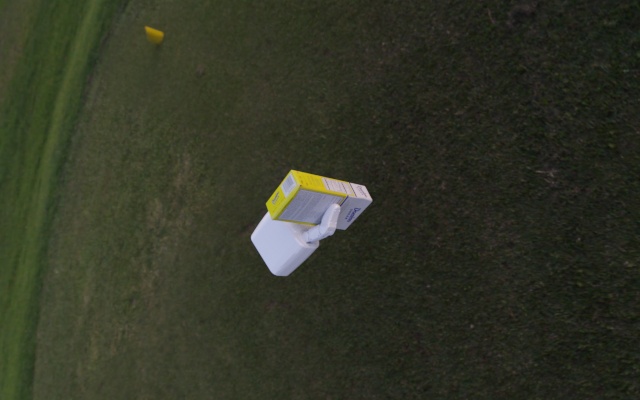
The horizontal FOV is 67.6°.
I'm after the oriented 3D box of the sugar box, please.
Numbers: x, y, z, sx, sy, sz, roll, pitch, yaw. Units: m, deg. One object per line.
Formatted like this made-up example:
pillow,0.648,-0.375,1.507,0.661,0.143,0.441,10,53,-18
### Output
sugar box,0.000,0.003,0.872,0.176,0.048,0.093,9,-46,-41
